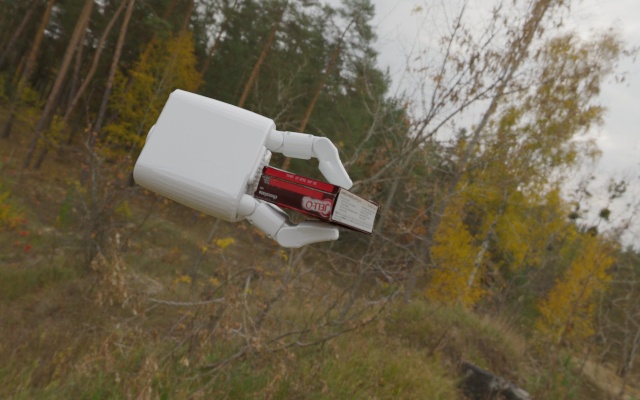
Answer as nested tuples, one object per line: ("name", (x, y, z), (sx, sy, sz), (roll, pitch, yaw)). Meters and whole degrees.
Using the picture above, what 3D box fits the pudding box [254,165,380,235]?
("pudding box", (0.000, 0.001, 0.493), (0.090, 0.039, 0.113), (18, 0, 29))
